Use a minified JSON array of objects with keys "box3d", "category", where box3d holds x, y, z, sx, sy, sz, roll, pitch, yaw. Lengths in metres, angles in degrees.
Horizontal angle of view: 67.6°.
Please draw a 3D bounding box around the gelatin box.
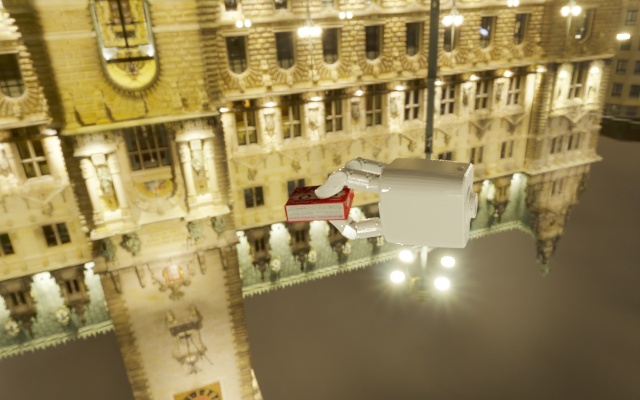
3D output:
[{"box3d":[0.000,0.003,0.686,0.089,0.030,0.073,-4,21,13],"category":"gelatin box"}]
